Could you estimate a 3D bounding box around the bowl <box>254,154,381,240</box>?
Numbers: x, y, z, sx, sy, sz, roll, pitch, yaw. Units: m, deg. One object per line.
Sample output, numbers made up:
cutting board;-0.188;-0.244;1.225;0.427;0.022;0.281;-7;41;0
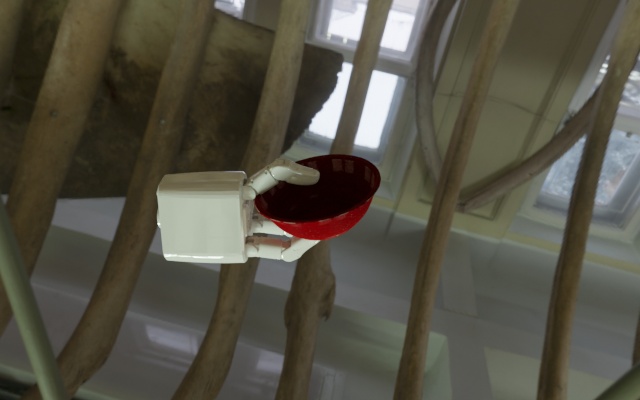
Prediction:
bowl;0.001;0.002;0.611;0.162;0.055;0.162;-10;31;6
